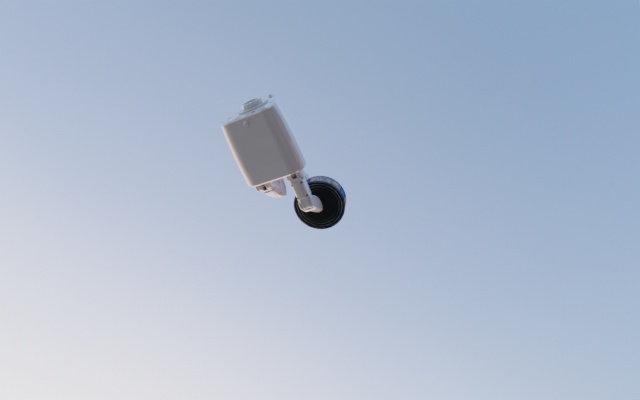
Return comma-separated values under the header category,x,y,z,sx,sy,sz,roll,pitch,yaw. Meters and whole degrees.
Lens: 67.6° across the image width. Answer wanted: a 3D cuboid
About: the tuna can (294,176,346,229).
category,x,y,z,sx,sy,sz,roll,pitch,yaw
tuna can,0.000,0.002,0.799,0.086,0.086,0.033,0,24,9
